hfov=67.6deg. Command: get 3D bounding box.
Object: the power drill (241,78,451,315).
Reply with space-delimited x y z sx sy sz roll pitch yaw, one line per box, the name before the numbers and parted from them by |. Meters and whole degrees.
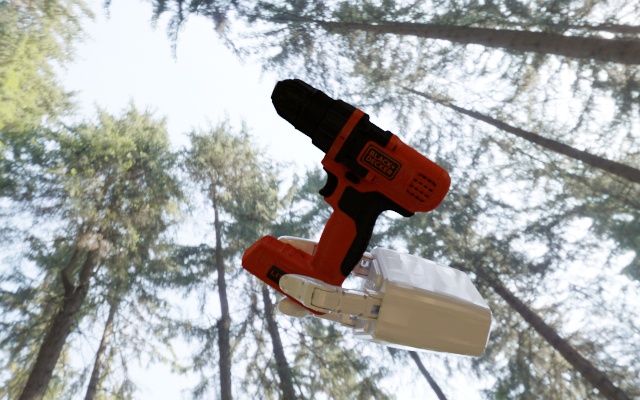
power drill | 0.000 0.002 0.456 0.184 0.188 0.057 33 19 2
